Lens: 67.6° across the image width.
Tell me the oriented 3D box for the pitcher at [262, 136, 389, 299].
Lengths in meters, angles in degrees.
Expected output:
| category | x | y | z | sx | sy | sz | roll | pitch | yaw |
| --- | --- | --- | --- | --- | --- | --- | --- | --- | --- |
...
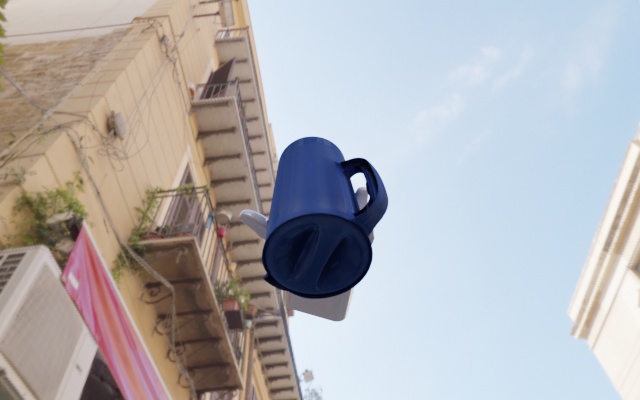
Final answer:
| category | x | y | z | sx | sy | sz | roll | pitch | yaw |
| --- | --- | --- | --- | --- | --- | --- | --- | --- | --- |
| pitcher | 0.000 | 0.002 | 0.663 | 0.149 | 0.145 | 0.242 | 2 | 33 | -4 |
